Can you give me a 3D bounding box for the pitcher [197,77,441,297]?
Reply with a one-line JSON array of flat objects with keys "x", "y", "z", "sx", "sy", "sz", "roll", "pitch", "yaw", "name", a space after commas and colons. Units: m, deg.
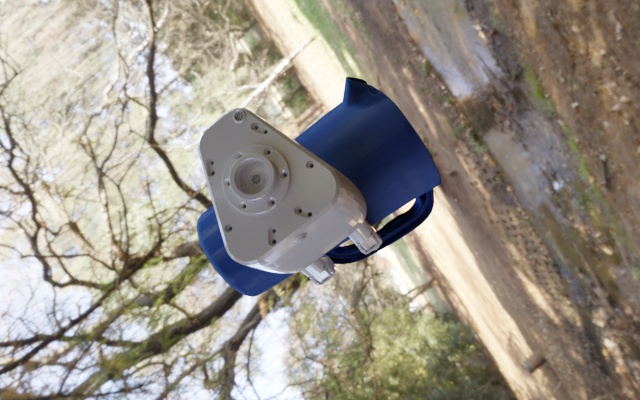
[{"x": 0.000, "y": 0.002, "z": 0.513, "sx": 0.243, "sy": 0.149, "sz": 0.145, "roll": -35, "pitch": -16, "yaw": 5, "name": "pitcher"}]
